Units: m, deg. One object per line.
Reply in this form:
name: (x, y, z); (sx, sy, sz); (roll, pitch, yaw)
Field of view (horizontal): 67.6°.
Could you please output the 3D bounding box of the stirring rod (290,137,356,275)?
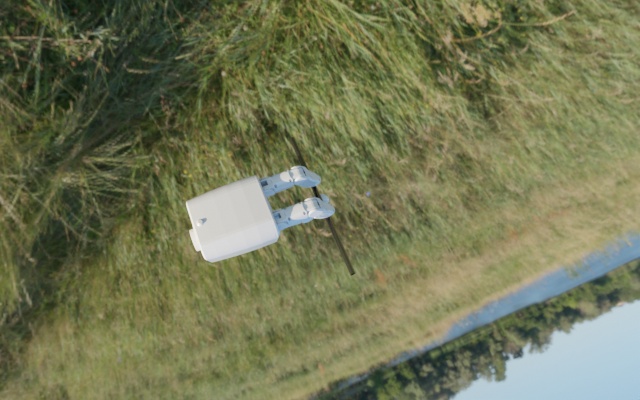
stirring rod: (0.000, 0.002, 0.715); (0.011, 0.239, 0.011); (-20, -23, -9)
